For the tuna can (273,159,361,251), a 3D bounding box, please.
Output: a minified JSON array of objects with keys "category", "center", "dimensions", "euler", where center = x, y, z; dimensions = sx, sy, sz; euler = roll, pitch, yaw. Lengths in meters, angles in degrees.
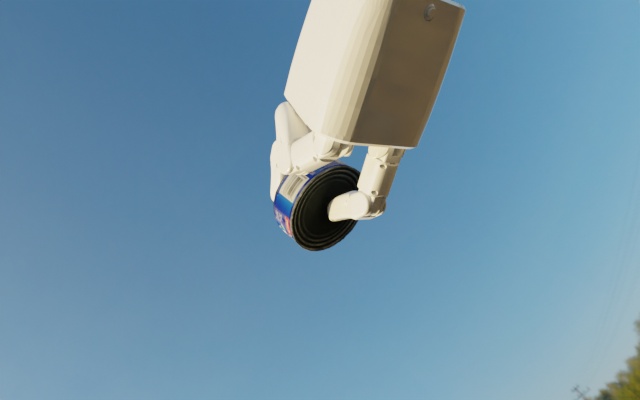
[{"category":"tuna can","center":[0.000,0.001,0.439],"dimensions":[0.086,0.086,0.033],"euler":[0,26,-42]}]
